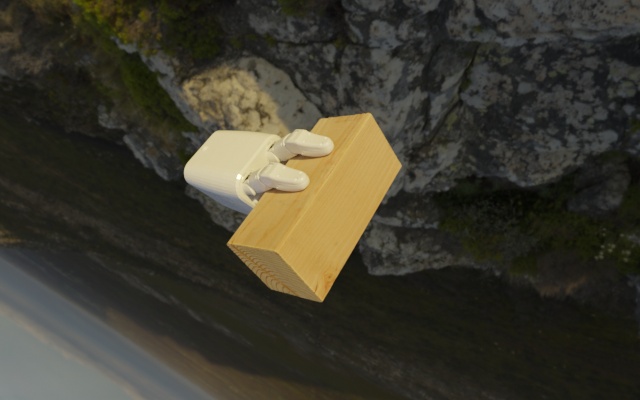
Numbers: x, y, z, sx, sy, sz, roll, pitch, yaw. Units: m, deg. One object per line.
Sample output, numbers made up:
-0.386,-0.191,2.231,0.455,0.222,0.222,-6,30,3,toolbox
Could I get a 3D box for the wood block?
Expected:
0.000,0.002,0.560,0.090,0.206,0.091,3,-40,45,wood block
